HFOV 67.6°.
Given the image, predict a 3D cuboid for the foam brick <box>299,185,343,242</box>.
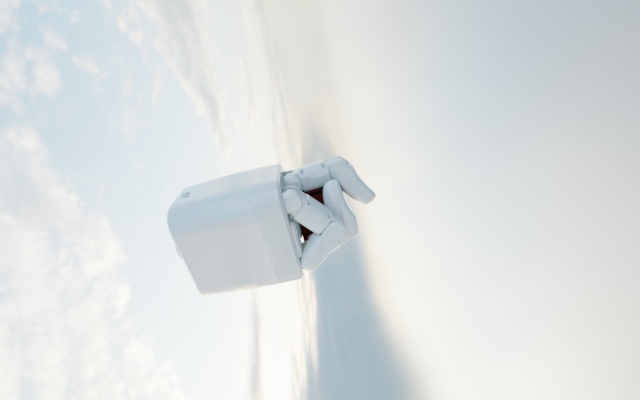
[{"bbox_3d":[0.000,0.002,0.518,0.051,0.053,0.078,-14,19,2],"label":"foam brick"}]
